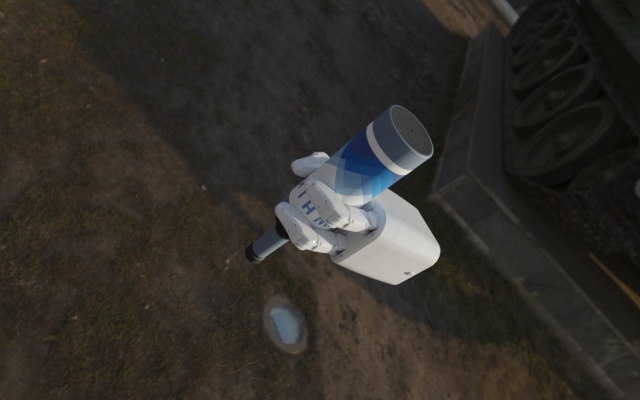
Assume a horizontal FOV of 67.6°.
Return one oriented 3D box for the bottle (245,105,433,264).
[{"bbox_3d":[0.000,0.002,0.577,0.069,0.069,0.296,0,-30,-48],"label":"bottle"}]
